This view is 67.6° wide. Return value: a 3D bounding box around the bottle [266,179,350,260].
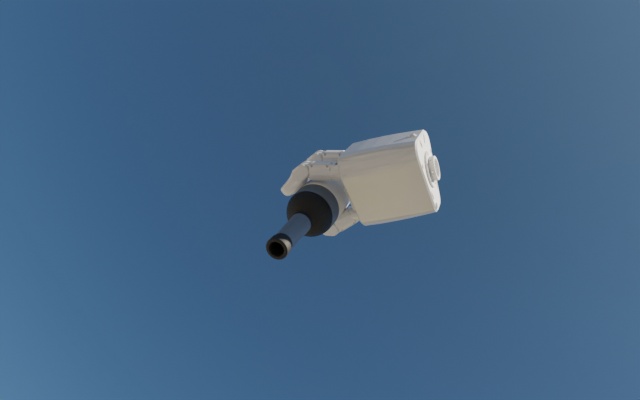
[{"bbox_3d":[0.000,0.002,0.670,0.069,0.069,0.295,0,21,22],"label":"bottle"}]
